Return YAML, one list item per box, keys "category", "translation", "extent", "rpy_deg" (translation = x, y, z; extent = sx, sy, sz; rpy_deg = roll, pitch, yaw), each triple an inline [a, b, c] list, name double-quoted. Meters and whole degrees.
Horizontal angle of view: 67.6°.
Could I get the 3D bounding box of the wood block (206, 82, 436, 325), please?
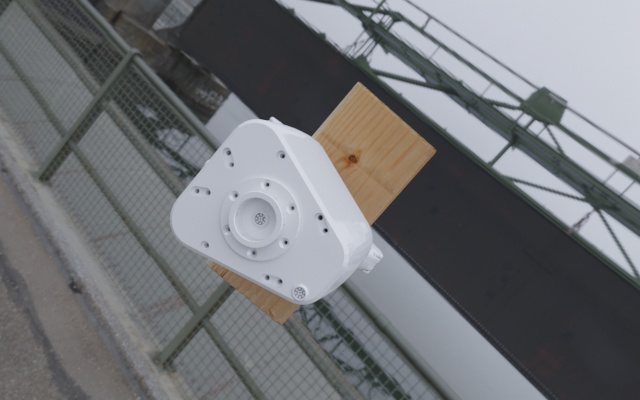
- category: "wood block"
  translation: [0.000, 0.002, 0.452]
  extent: [0.091, 0.206, 0.090]
  rpy_deg: [41, 8, -3]
